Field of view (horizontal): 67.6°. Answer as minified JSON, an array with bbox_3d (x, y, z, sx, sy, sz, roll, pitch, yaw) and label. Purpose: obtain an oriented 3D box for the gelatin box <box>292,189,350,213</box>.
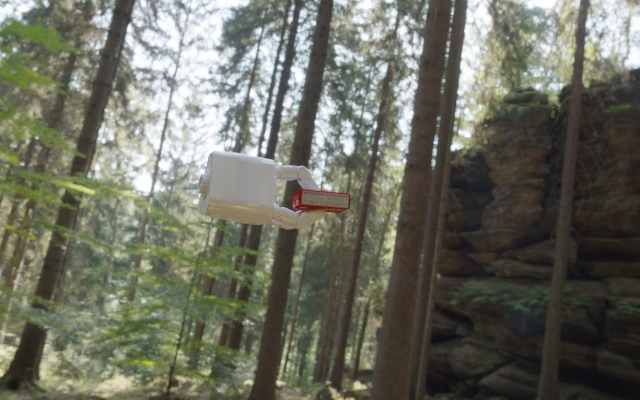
[{"bbox_3d":[0.000,0.002,0.834,0.089,0.030,0.073,4,-8,-11],"label":"gelatin box"}]
